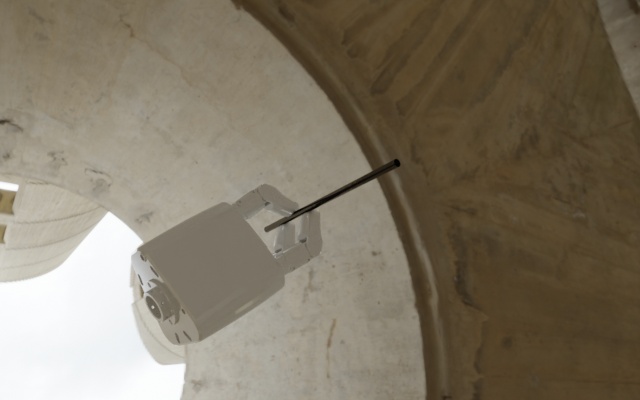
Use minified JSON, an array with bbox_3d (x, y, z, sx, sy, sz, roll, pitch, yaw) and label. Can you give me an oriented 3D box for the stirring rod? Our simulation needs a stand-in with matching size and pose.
[{"bbox_3d":[0.000,0.002,0.522,0.011,0.011,0.239,0,-17,-37],"label":"stirring rod"}]
